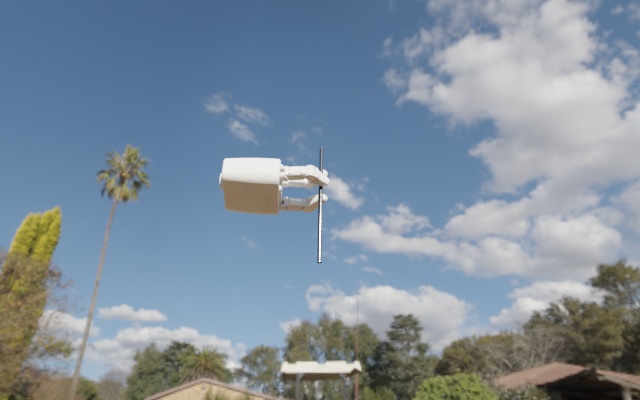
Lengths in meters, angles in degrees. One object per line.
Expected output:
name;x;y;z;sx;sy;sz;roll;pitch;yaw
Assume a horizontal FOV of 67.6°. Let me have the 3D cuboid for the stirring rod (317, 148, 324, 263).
stirring rod;0.000;0.003;0.897;0.011;0.239;0.011;1;-28;0
